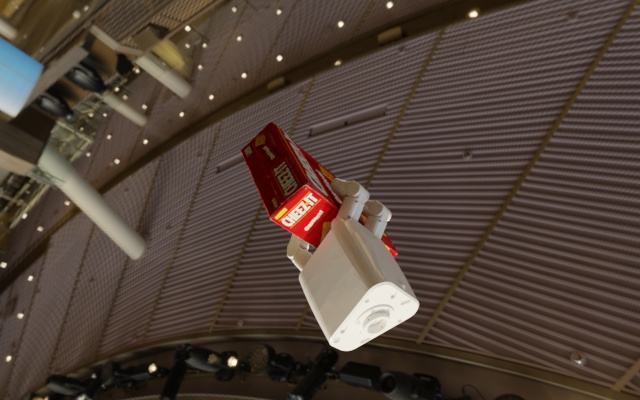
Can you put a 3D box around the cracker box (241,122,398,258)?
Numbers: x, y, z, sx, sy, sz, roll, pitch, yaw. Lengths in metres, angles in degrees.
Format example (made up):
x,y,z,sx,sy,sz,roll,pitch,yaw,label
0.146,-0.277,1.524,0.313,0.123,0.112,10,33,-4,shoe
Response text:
x,y,z,sx,sy,sz,roll,pitch,yaw,label
0.000,0.002,0.685,0.214,0.072,0.164,38,14,-41,cracker box
